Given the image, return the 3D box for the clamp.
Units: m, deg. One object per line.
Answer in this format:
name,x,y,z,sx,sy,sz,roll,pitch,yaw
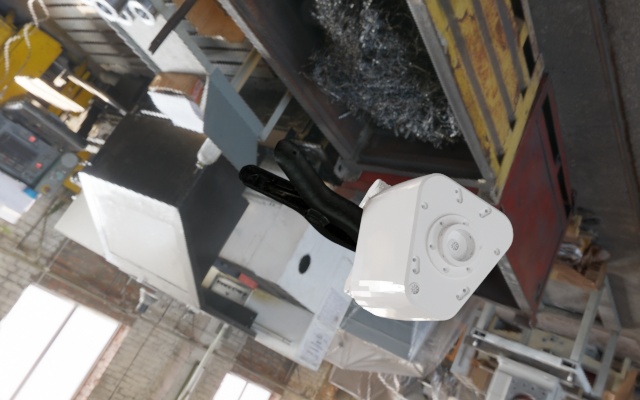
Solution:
clamp,0.000,0.002,0.485,0.171,0.039,0.120,32,-17,-9
